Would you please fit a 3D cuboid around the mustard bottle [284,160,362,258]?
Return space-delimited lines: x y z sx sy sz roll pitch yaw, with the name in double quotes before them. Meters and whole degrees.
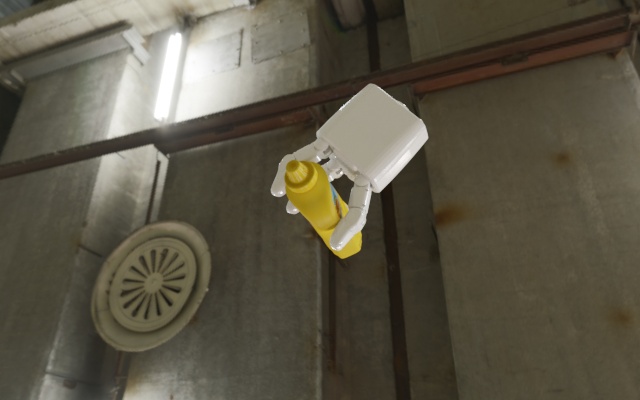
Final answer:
"mustard bottle" 0.000 0.002 0.644 0.058 0.096 0.192 -25 -34 8
